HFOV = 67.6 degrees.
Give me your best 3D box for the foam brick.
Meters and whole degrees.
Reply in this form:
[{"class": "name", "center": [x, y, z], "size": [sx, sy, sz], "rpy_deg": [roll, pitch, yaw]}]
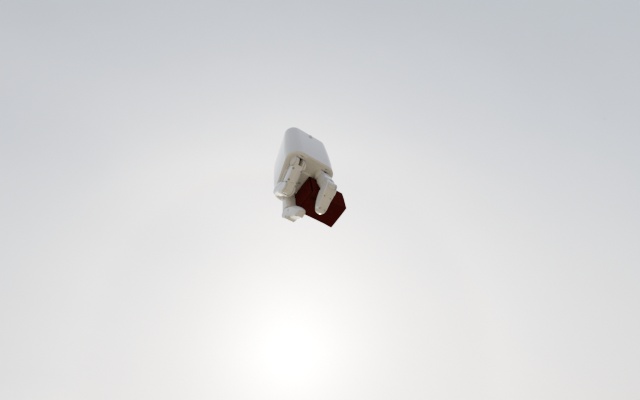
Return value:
[{"class": "foam brick", "center": [0.000, 0.003, 0.877], "size": [0.078, 0.053, 0.051], "rpy_deg": [27, 27, -24]}]
